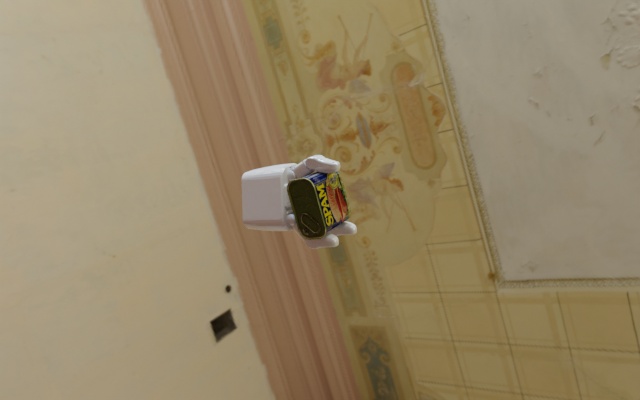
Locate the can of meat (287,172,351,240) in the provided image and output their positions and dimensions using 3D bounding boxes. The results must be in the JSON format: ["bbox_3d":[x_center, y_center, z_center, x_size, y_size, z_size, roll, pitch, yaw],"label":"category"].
[{"bbox_3d":[0.000,0.002,0.792,0.057,0.102,0.084,-8,12,38],"label":"can of meat"}]
